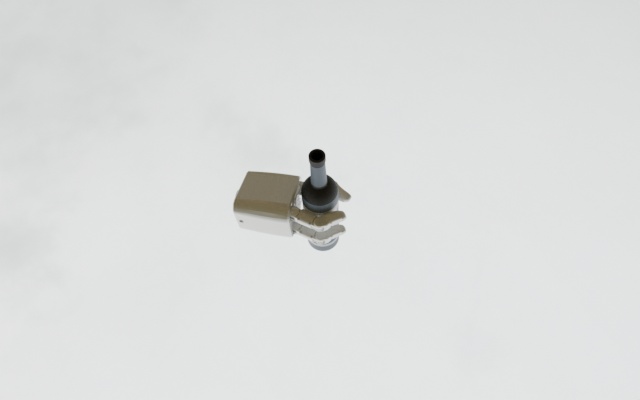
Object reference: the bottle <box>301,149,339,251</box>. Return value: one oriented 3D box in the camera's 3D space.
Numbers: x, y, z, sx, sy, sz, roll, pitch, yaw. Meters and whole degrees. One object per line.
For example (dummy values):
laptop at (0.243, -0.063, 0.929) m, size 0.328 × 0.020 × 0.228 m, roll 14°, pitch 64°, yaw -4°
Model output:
bottle at (0.000, 0.003, 0.873) m, size 0.069 × 0.069 × 0.296 m, roll 0°, pitch -30°, yaw 3°
